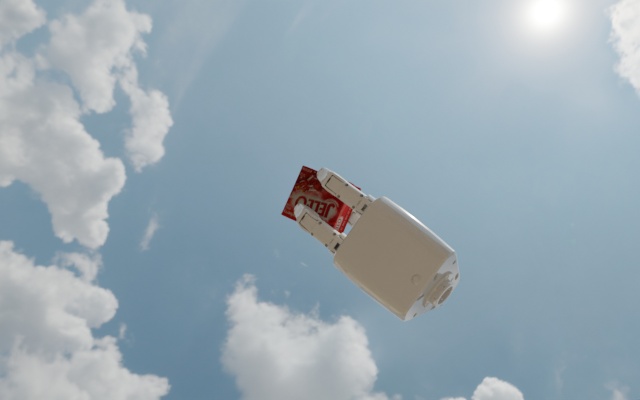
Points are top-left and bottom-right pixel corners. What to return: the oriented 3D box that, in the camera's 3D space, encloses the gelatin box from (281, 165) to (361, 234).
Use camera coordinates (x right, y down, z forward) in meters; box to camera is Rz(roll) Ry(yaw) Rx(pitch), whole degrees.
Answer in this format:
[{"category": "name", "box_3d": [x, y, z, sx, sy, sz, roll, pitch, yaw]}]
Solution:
[{"category": "gelatin box", "box_3d": [0.000, 0.002, 0.622, 0.089, 0.073, 0.030, 23, -1, 37]}]
